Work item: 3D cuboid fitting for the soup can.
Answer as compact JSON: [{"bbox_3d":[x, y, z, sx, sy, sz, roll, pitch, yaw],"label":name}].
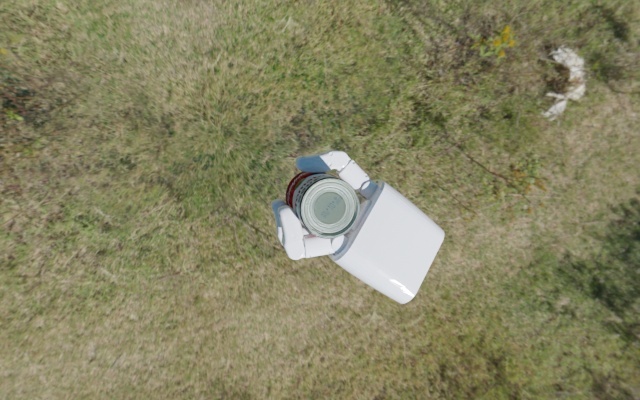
[{"bbox_3d":[0.000,0.001,0.552,0.068,0.068,0.102,0,8,-12],"label":"soup can"}]
